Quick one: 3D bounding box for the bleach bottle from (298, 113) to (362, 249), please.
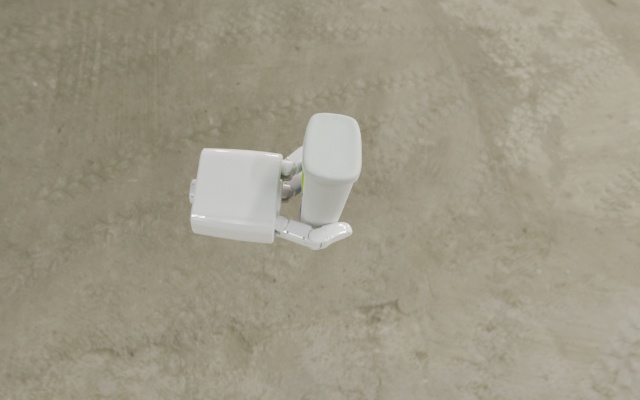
[{"bbox_3d":[0.000,0.002,0.647,0.068,0.102,0.251,7,-34,-4],"label":"bleach bottle"}]
